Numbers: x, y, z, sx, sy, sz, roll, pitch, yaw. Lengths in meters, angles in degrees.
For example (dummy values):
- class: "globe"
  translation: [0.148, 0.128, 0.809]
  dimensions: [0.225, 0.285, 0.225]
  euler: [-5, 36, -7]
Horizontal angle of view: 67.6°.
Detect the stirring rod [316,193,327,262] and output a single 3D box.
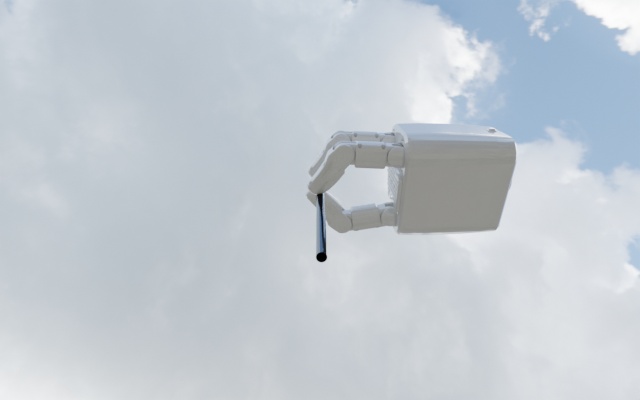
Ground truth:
- class: "stirring rod"
  translation: [0.000, 0.002, 0.448]
  dimensions: [0.011, 0.011, 0.239]
  euler: [0, 19, 0]
